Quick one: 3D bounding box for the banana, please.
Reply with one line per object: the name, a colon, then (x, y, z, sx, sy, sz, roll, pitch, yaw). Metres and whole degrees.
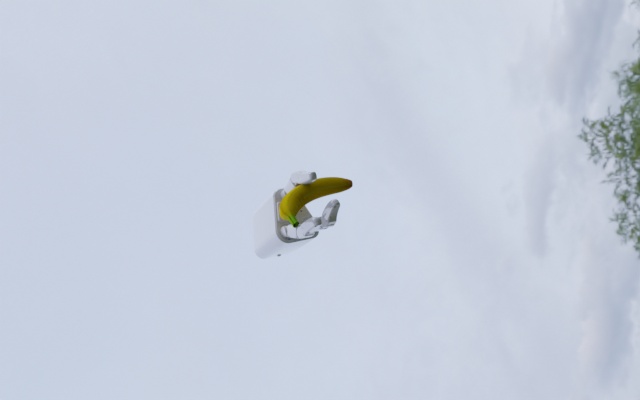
banana: (-0.016, -0.006, 0.870, 0.069, 0.037, 0.197, 34, 40, 17)
